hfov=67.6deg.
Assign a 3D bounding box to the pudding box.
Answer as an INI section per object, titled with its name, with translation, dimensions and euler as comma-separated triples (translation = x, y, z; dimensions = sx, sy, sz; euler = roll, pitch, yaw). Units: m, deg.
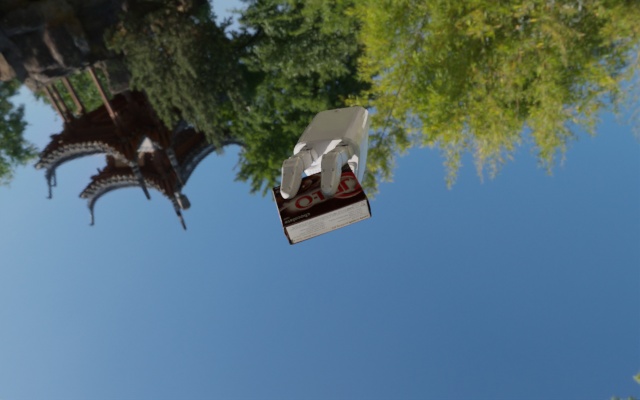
[pudding box]
translation = 0.000, 0.002, 0.624
dimensions = 0.113, 0.039, 0.090
euler = -21, 36, -1
